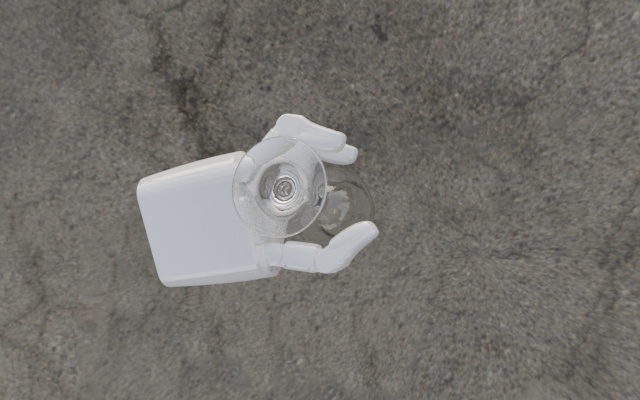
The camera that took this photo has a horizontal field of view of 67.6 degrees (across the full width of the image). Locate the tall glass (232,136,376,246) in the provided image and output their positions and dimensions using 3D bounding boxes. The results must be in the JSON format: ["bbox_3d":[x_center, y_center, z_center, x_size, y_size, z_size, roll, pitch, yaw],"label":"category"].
[{"bbox_3d":[0.000,0.001,0.435,0.079,0.079,0.201,0,-7,19],"label":"tall glass"}]
